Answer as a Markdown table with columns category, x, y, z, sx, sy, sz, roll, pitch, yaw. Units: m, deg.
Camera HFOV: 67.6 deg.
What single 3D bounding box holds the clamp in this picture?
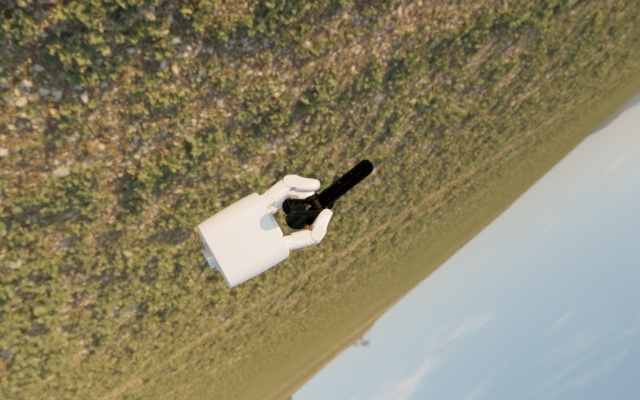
| category | x | y | z | sx | sy | sz | roll | pitch | yaw |
| --- | --- | --- | --- | --- | --- | --- | --- | --- | --- |
| clamp | 0.000 | 0.004 | 0.803 | 0.164 | 0.036 | 0.210 | -28 | -10 | -16 |
